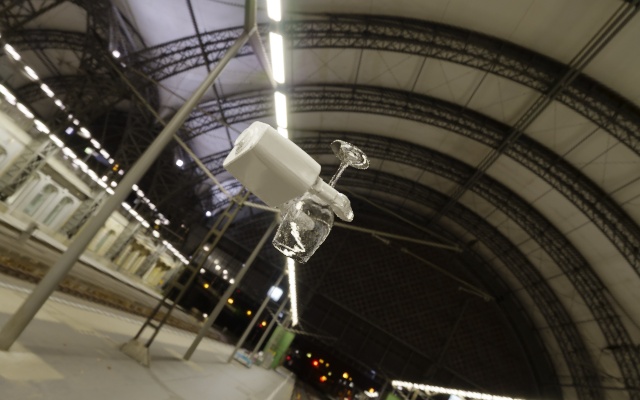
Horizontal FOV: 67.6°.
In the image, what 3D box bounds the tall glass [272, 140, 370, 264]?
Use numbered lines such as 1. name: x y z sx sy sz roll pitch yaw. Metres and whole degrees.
1. tall glass: 0.001 0.002 0.776 0.079 0.201 0.079 29 -18 10
